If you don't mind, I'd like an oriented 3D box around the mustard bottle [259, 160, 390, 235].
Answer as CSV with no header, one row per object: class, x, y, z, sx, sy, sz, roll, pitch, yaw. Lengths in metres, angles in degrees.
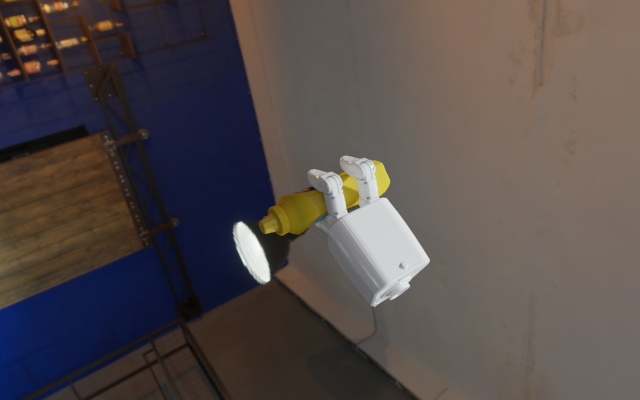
mustard bottle,0.000,0.002,0.679,0.191,0.058,0.096,-25,2,-26
